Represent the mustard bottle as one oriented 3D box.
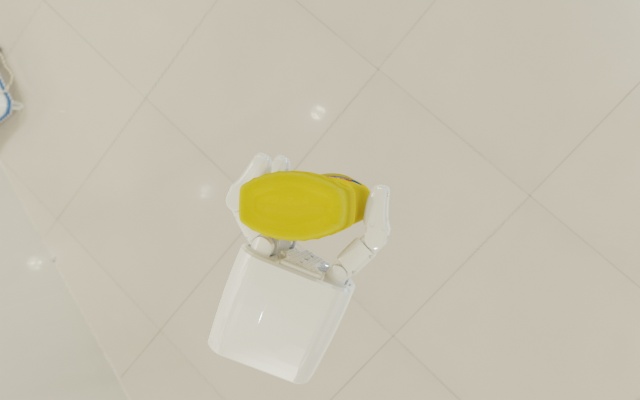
[{"bbox_3d":[0.000,0.001,0.474,0.096,0.058,0.191,1,2,15],"label":"mustard bottle"}]
